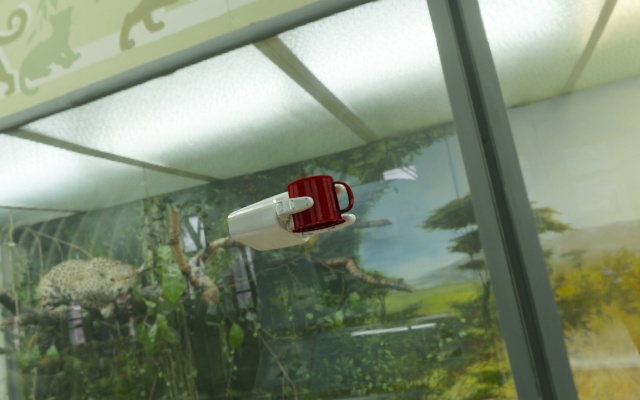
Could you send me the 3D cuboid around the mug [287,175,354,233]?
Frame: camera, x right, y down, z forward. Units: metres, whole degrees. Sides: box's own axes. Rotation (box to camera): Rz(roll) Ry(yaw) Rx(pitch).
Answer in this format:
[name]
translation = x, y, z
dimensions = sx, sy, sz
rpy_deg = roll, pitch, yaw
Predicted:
[mug]
translation = 0.001, 0.002, 0.804
dimensions = 0.117, 0.081, 0.093
rpy_deg = -16, -10, 25
